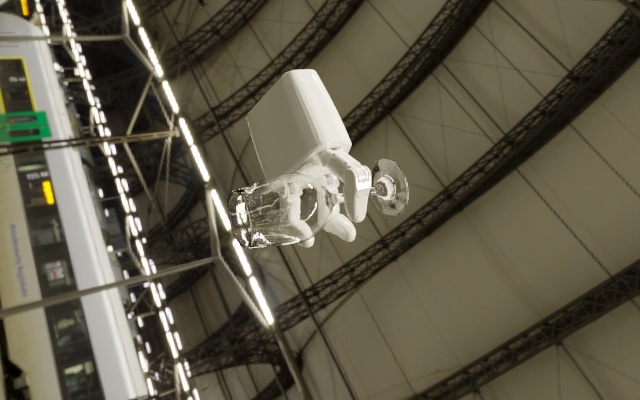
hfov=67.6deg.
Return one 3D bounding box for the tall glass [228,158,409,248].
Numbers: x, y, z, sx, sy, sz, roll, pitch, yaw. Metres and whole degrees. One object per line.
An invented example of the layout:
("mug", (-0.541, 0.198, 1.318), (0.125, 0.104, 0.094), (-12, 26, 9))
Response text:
("tall glass", (0.001, 0.002, 0.544), (0.201, 0.079, 0.079), (-12, 6, -30))
